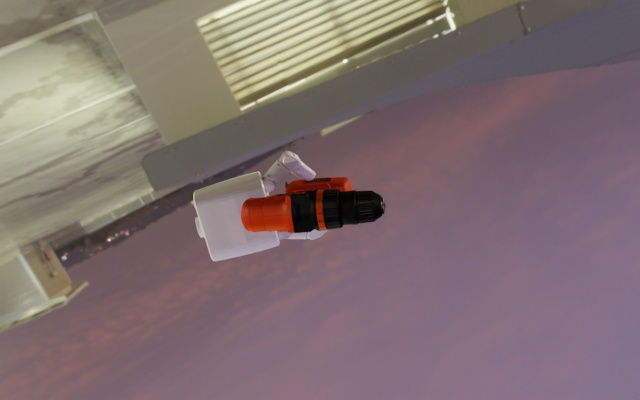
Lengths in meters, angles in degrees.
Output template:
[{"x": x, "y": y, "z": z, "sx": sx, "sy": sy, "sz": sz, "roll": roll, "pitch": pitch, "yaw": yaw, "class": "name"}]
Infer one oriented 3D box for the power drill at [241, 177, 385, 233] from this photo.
[{"x": 0.000, "y": 0.002, "z": 0.671, "sx": 0.184, "sy": 0.057, "sz": 0.187, "roll": -3, "pitch": 6, "yaw": 10, "class": "power drill"}]
